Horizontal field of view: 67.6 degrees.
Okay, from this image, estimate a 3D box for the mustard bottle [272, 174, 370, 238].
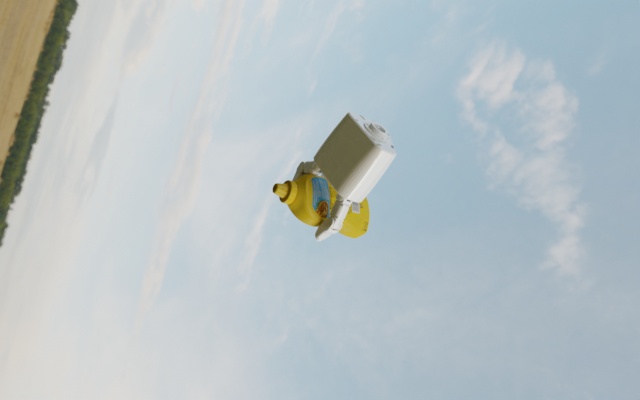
[{"bbox_3d":[0.000,0.003,0.855,0.192,0.096,0.058,18,-33,-33],"label":"mustard bottle"}]
